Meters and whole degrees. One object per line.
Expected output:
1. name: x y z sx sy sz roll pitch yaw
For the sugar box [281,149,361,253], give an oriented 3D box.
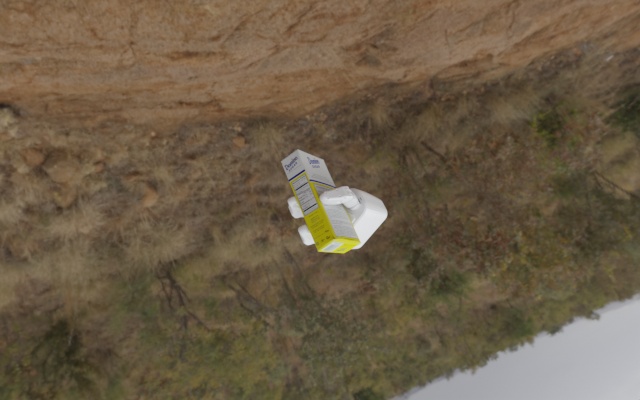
1. sugar box: 0.000 0.003 0.823 0.048 0.176 0.093 -35 -24 22
